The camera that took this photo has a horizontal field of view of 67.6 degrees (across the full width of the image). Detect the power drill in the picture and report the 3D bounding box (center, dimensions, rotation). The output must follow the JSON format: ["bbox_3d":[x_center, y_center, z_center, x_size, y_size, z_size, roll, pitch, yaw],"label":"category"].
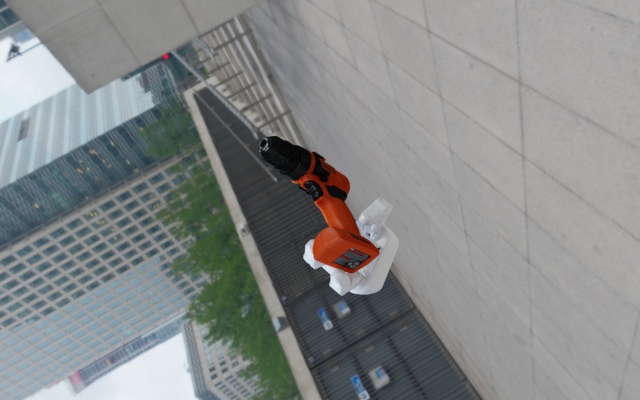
[{"bbox_3d":[0.000,0.003,0.672,0.057,0.187,0.184,-40,-40,23],"label":"power drill"}]
